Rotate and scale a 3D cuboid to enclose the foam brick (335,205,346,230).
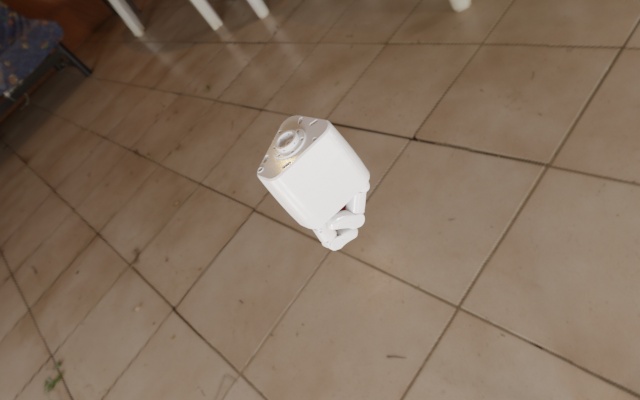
[{"bbox_3d":[0.000,0.002,0.707,0.078,0.053,0.051,19,-22,46],"label":"foam brick"}]
